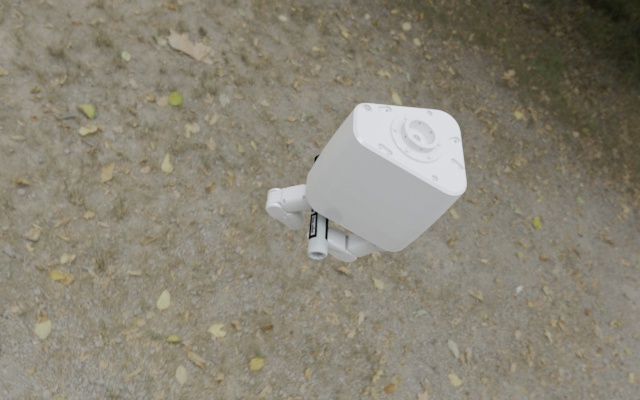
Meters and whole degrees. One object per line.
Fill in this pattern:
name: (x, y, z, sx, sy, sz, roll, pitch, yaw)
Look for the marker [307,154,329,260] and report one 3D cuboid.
marker: (0.000, 0.002, 0.484, 0.020, 0.121, 0.020, 3, -33, 2)
